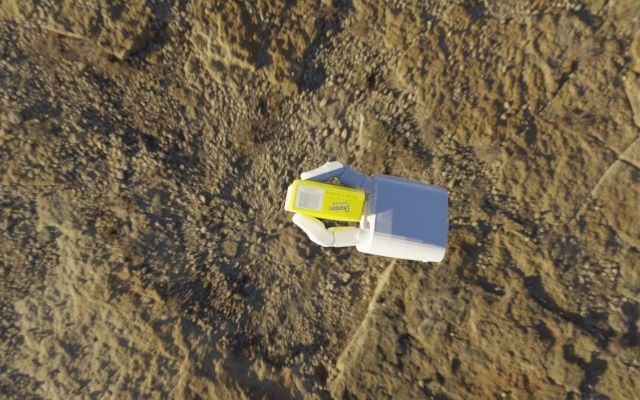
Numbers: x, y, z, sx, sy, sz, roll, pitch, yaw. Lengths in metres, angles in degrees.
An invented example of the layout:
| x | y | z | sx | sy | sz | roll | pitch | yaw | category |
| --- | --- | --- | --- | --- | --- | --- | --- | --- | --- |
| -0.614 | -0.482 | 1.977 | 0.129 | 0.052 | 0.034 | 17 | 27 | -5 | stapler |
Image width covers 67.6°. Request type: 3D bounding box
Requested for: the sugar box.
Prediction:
| x | y | z | sx | sy | sz | roll | pitch | yaw | category |
| --- | --- | --- | --- | --- | --- | --- | --- | --- | --- |
| 0.000 | 0.003 | 0.682 | 0.093 | 0.048 | 0.176 | 10 | -5 | -5 | sugar box |
